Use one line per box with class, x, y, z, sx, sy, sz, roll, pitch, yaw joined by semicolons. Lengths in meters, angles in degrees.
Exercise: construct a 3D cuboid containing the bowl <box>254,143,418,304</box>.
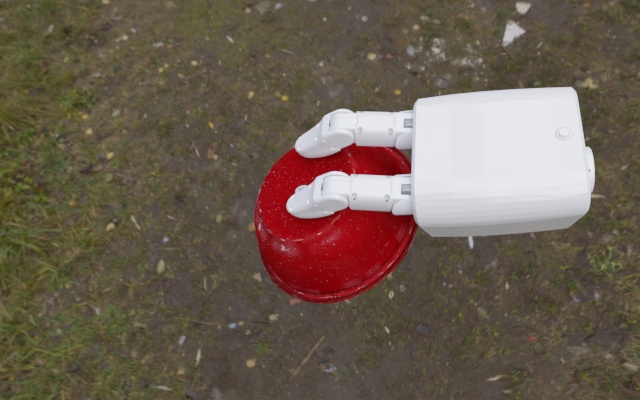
bowl;-0.001;0.002;0.406;0.162;0.162;0.055;0;-25;32
